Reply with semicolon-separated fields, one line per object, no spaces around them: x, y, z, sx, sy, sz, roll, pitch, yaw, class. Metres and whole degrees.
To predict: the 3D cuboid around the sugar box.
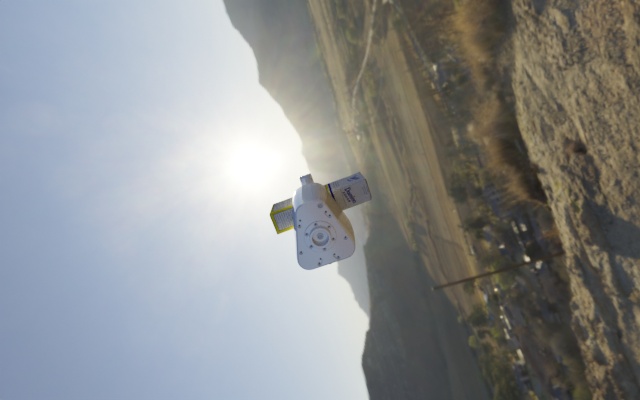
0.000;0.003;0.854;0.176;0.048;0.093;-18;12;3;sugar box
